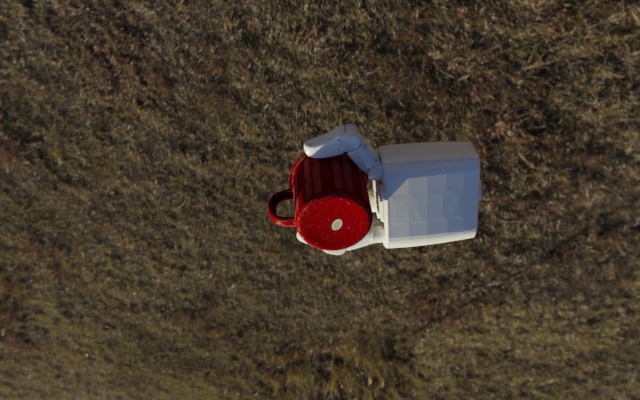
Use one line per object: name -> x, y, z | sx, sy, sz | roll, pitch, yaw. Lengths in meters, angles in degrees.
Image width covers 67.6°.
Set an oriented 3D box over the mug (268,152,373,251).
mug -> -0.001, 0.002, 0.523 | 0.117, 0.093, 0.081 | -7, 38, 1
